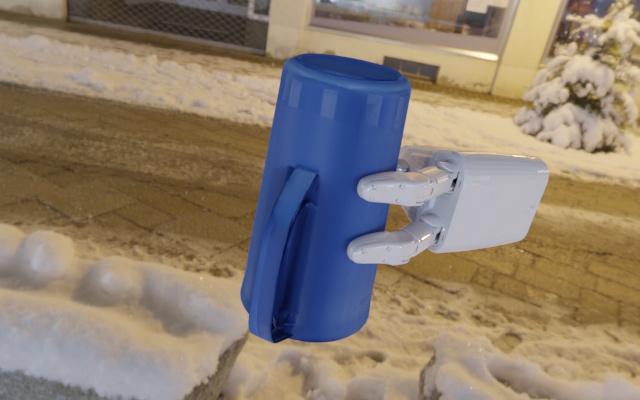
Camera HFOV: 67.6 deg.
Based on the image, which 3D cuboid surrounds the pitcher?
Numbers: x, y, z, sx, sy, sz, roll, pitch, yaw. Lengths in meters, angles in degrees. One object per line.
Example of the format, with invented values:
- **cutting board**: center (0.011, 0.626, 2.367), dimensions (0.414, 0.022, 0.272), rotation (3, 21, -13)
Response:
- **pitcher**: center (0.000, 0.001, 0.432), dimensions (0.145, 0.243, 0.149), rotation (-1, 27, -22)
